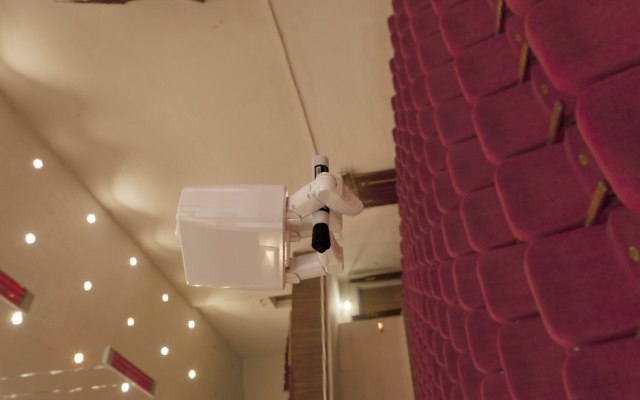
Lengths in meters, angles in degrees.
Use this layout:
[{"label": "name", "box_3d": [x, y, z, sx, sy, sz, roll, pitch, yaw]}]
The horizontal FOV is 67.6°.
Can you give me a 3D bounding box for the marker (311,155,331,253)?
[{"label": "marker", "box_3d": [0.000, 0.002, 0.487, 0.020, 0.121, 0.020, 0, -40, 0]}]
